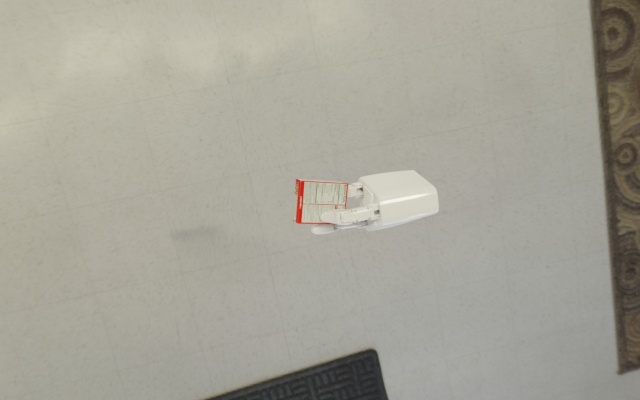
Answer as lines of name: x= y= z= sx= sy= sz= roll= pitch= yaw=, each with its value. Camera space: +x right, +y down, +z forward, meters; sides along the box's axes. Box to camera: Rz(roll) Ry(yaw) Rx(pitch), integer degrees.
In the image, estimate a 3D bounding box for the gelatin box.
gelatin box: x=0.000 y=0.003 z=0.812 sx=0.089 sy=0.073 sz=0.030 roll=2 pitch=7 yaw=-20
